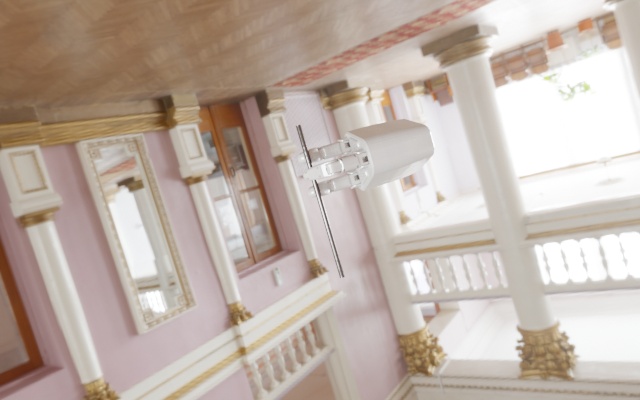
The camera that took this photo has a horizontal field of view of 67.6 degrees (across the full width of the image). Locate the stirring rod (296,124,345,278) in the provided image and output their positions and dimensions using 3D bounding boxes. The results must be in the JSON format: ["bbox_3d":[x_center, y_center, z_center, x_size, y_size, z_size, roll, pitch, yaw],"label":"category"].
[{"bbox_3d":[0.000,0.002,0.724,0.011,0.239,0.011,-16,4,1],"label":"stirring rod"}]
